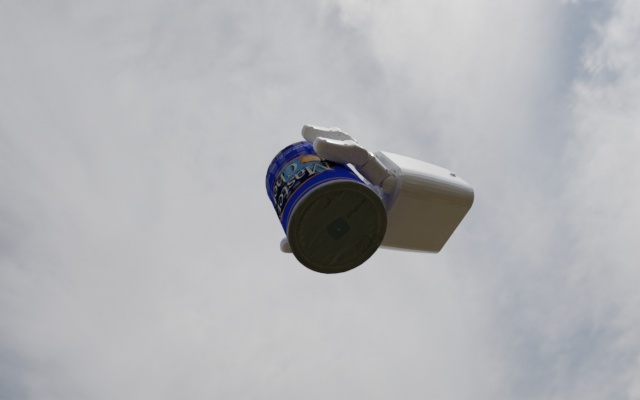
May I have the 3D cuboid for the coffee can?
[{"bbox_3d":[0.000,0.002,0.531,0.103,0.103,0.140,0,23,-17],"label":"coffee can"}]
